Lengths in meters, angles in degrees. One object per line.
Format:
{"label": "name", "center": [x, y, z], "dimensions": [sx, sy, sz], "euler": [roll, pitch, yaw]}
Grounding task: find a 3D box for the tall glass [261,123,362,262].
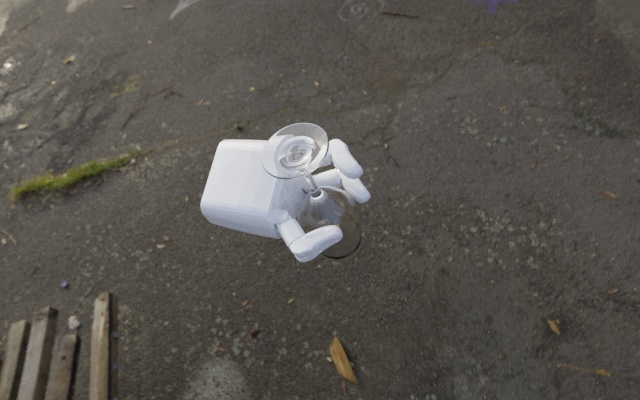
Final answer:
{"label": "tall glass", "center": [0.000, 0.002, 0.571], "dimensions": [0.079, 0.079, 0.201], "euler": [0, -33, 19]}
